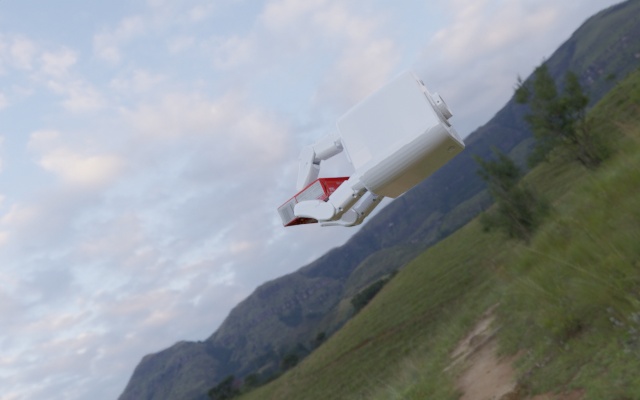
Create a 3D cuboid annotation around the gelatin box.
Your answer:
[{"bbox_3d":[0.000,0.002,0.619,0.089,0.030,0.073,-35,-19,36],"label":"gelatin box"}]
